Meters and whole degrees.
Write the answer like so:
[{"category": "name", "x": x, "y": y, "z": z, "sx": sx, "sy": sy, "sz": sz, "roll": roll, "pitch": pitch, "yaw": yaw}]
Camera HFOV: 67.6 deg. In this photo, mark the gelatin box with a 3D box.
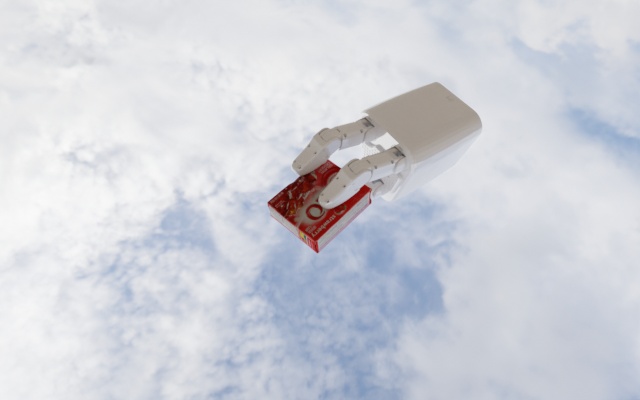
[{"category": "gelatin box", "x": 0.000, "y": 0.002, "z": 0.512, "sx": 0.073, "sy": 0.089, "sz": 0.030, "roll": 37, "pitch": -24, "yaw": 26}]
